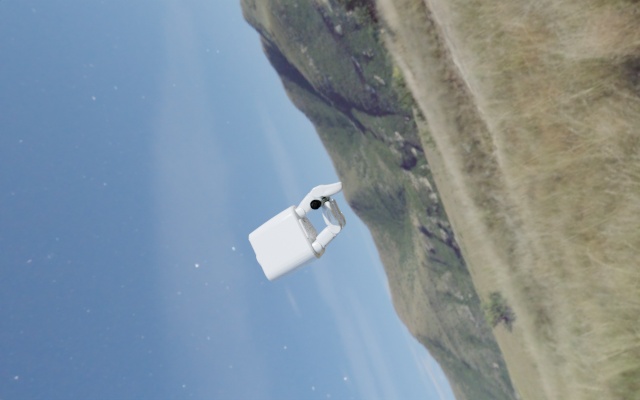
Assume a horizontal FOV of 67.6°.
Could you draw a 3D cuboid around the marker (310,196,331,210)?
[{"bbox_3d":[0.000,0.003,0.886,0.020,0.020,0.121,0,5,10],"label":"marker"}]
